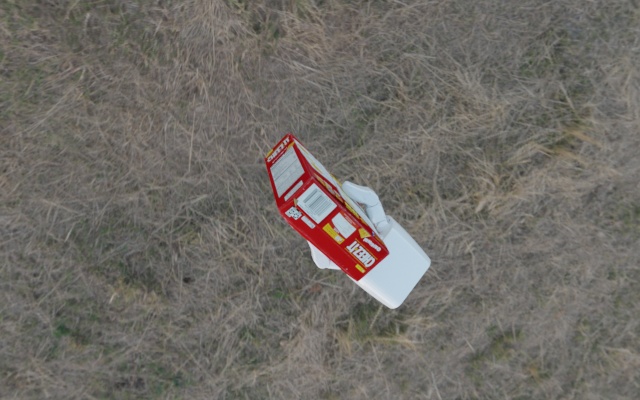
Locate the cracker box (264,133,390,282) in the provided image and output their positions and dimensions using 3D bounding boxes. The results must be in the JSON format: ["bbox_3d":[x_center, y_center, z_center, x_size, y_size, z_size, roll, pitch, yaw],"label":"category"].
[{"bbox_3d":[0.000,0.002,0.716,0.164,0.072,0.213,43,8,-24],"label":"cracker box"}]
